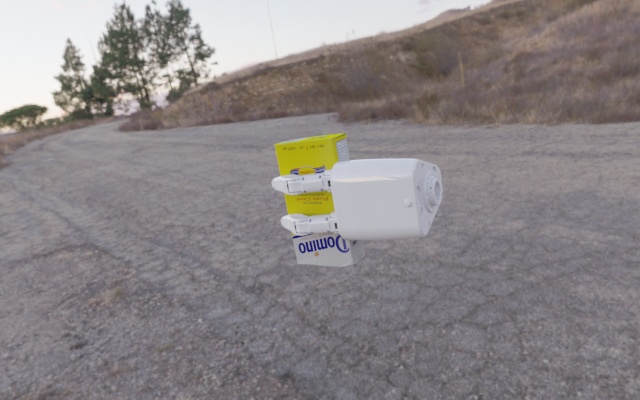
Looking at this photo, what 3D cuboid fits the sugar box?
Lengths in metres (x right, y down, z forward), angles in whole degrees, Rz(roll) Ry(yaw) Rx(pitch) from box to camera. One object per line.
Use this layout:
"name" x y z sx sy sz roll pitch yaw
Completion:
"sugar box" 0.000 0.002 0.650 0.093 0.176 0.048 -2 14 31
